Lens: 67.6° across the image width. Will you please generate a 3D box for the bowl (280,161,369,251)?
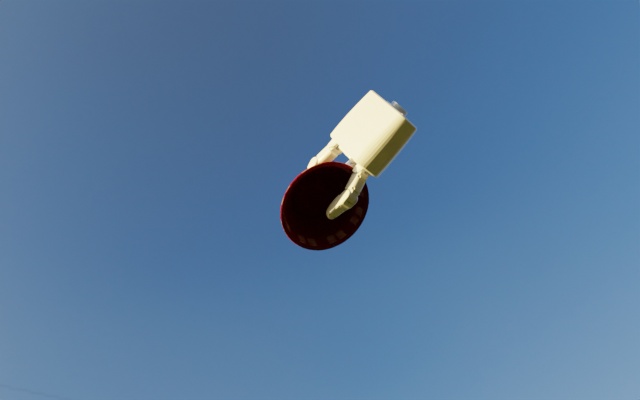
[{"bbox_3d":[-0.001,0.003,0.821,0.162,0.162,0.055,0,22,-25],"label":"bowl"}]
